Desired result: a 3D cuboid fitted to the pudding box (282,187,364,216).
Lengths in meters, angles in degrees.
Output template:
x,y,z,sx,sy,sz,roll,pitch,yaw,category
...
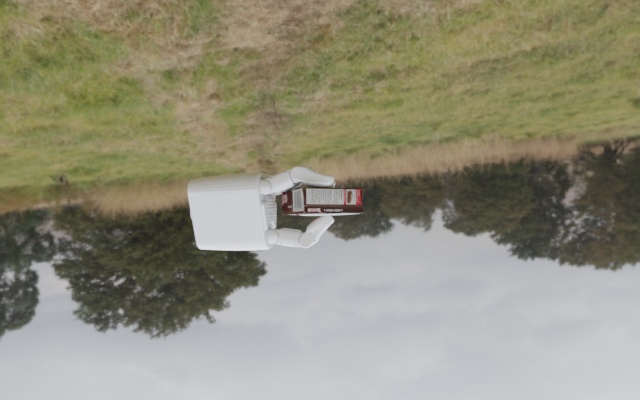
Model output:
x,y,z,sx,sy,sz,roll,pitch,yaw,category
0.000,0.002,0.694,0.090,0.039,0.113,-1,0,-19,pudding box
